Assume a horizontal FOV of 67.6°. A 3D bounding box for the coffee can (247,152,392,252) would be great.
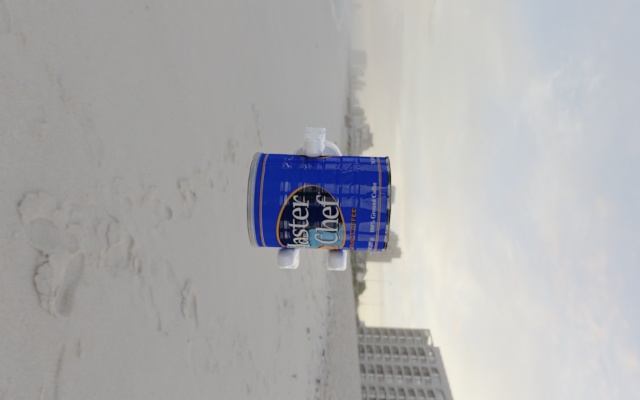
[{"bbox_3d":[0.000,0.002,0.510,0.140,0.103,0.103,2,0,2],"label":"coffee can"}]
